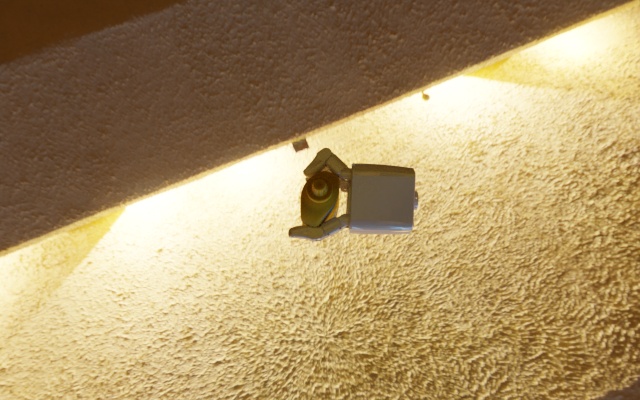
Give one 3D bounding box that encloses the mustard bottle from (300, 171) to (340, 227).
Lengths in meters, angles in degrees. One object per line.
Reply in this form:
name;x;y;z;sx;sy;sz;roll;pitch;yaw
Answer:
mustard bottle;0.000;0.003;0.807;0.058;0.096;0.192;26;-14;8
